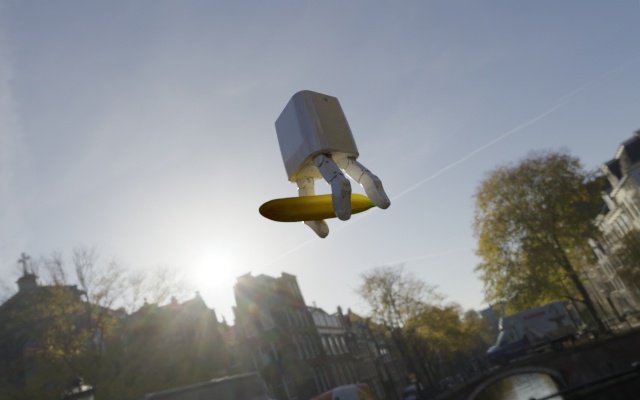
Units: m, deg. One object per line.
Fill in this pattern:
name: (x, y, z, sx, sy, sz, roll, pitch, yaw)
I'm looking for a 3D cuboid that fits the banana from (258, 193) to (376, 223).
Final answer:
banana: (-0.004, 0.007, 0.692, 0.198, 0.037, 0.070, -6, -14, -26)
